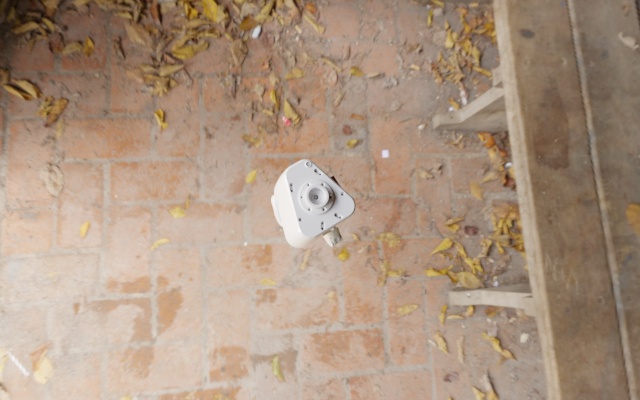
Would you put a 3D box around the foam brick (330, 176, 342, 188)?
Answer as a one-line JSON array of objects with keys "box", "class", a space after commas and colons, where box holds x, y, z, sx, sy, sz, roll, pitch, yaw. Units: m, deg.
[{"box": [0.000, 0.002, 0.804, 0.078, 0.053, 0.051, -31, -4, -15], "class": "foam brick"}]
